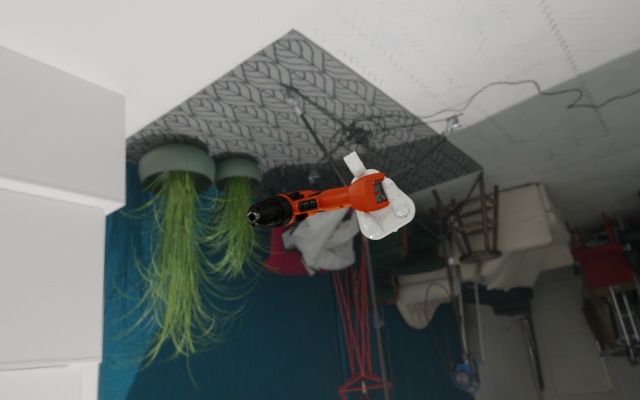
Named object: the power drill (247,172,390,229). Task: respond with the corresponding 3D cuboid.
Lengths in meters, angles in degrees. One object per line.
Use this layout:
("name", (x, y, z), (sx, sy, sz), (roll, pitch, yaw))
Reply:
("power drill", (0.001, 0.002, 0.749), (0.187, 0.057, 0.184), (-9, 4, 29))
